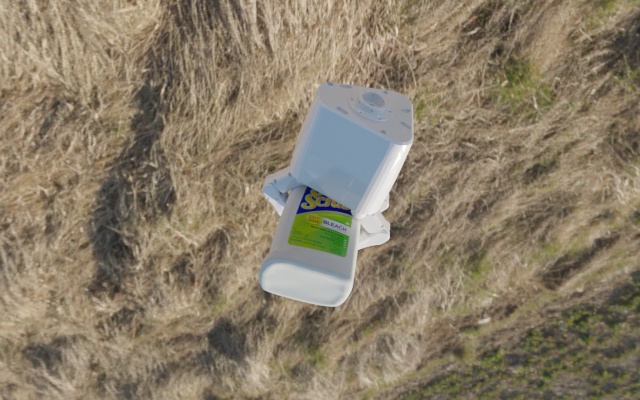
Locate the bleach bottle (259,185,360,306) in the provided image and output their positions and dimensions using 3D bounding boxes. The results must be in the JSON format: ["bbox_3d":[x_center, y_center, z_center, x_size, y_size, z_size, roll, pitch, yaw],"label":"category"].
[{"bbox_3d":[0.000,0.002,0.587,0.102,0.250,0.068,16,-45,-6],"label":"bleach bottle"}]
